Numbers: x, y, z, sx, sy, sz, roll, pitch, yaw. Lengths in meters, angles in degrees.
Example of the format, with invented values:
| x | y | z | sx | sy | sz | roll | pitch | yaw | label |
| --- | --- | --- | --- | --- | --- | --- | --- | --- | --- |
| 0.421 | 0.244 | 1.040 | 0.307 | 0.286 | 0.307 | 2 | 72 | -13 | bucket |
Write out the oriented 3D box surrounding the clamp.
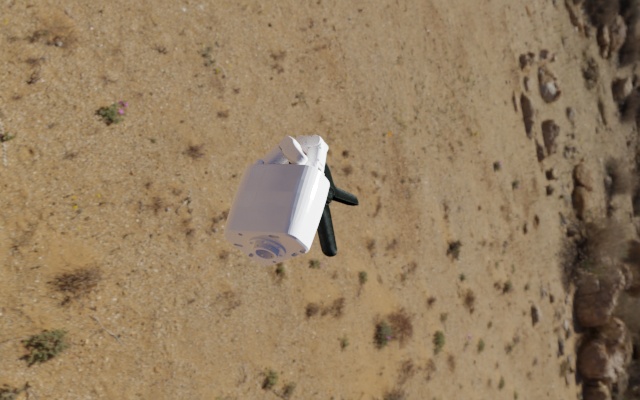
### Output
| x | y | z | sx | sy | sz | roll | pitch | yaw | label |
| --- | --- | --- | --- | --- | --- | --- | --- | --- | --- |
| 0.001 | 0.002 | 0.722 | 0.039 | 0.120 | 0.171 | -10 | -40 | 34 | clamp |
